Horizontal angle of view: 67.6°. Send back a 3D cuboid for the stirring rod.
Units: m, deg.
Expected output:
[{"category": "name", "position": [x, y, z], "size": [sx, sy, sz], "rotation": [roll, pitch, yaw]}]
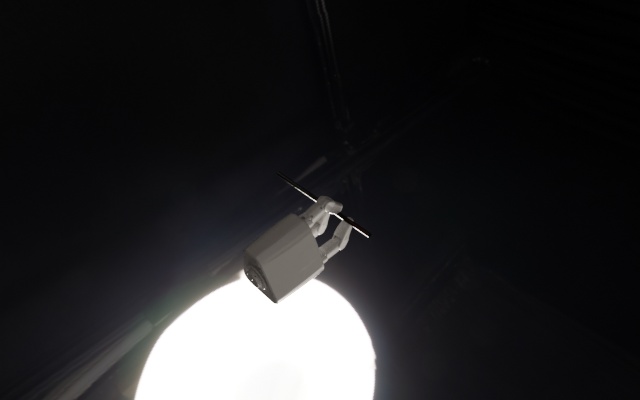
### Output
[{"category": "stirring rod", "position": [0.000, 0.003, 0.870], "size": [0.239, 0.011, 0.011], "rotation": [34, 20, 34]}]
